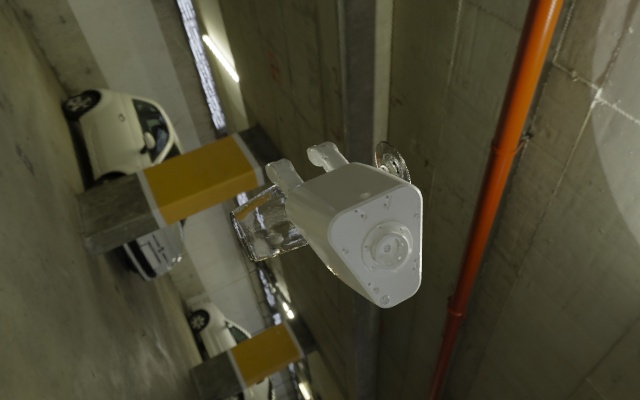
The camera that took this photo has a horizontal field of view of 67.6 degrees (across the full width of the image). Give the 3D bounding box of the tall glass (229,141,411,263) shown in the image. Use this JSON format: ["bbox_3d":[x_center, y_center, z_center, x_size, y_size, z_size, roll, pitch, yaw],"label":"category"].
[{"bbox_3d":[0.001,0.002,0.551,0.201,0.079,0.079,-24,7,-15],"label":"tall glass"}]
